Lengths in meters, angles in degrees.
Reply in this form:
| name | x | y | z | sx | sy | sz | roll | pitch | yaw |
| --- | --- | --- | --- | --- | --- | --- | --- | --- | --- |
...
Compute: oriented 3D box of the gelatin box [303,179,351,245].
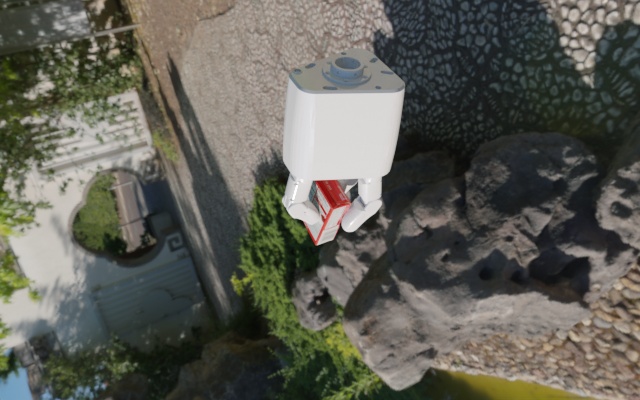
| name | x | y | z | sx | sy | sz | roll | pitch | yaw |
| --- | --- | --- | --- | --- | --- | --- | --- | --- | --- |
| gelatin box | 0.000 | 0.002 | 0.603 | 0.030 | 0.073 | 0.089 | -16 | -29 | -26 |
